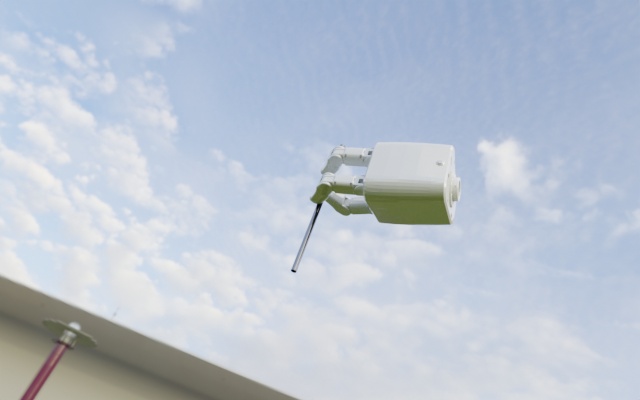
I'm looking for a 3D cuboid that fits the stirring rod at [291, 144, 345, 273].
[{"bbox_3d":[0.000,0.002,0.690,0.011,0.239,0.011,13,-38,11],"label":"stirring rod"}]
